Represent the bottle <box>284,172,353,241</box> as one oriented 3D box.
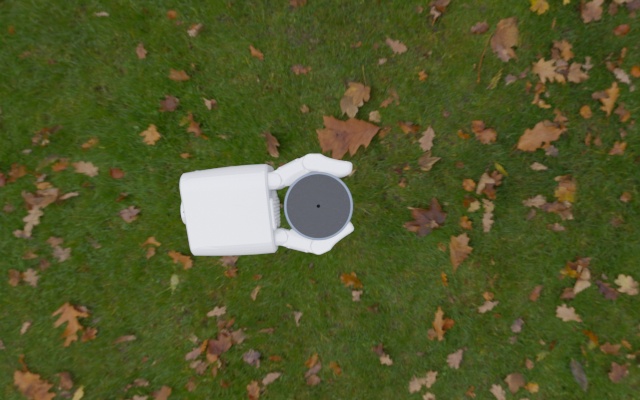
[{"bbox_3d":[0.000,0.002,0.604,0.069,0.069,0.295,0,1,1],"label":"bottle"}]
